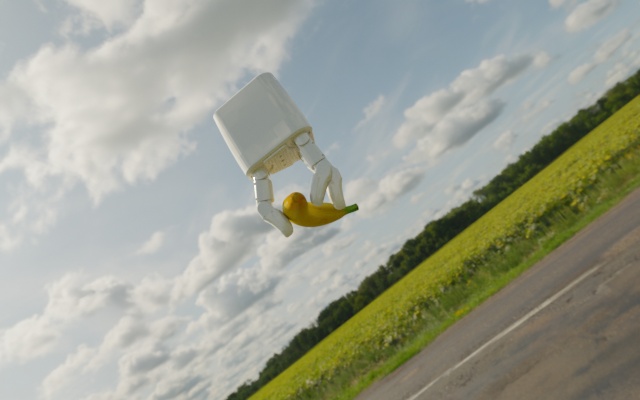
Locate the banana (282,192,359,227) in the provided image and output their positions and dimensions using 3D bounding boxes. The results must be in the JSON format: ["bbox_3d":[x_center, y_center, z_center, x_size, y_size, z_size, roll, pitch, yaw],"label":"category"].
[{"bbox_3d":[-0.013,0.013,0.696,0.070,0.037,0.198,-35,-17,21],"label":"banana"}]
